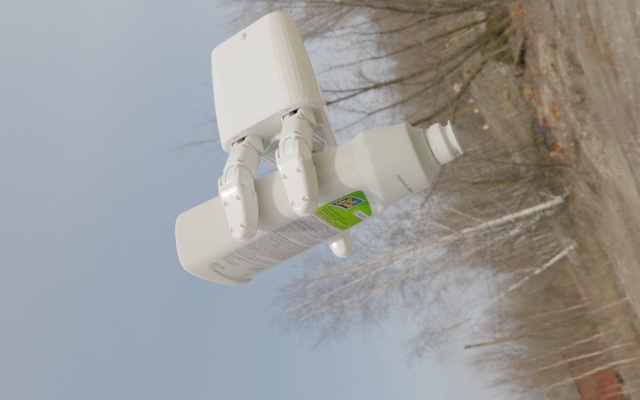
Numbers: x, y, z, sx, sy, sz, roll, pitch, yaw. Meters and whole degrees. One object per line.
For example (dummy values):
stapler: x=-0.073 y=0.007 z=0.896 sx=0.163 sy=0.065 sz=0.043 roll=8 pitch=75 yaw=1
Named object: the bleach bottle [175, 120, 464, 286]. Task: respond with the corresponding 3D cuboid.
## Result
bleach bottle: x=0.000 y=0.001 z=0.413 sx=0.251 sy=0.068 sz=0.102 roll=-24 pitch=-26 yaw=21
